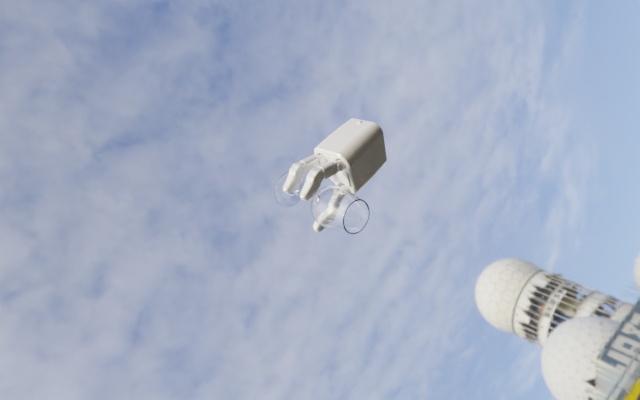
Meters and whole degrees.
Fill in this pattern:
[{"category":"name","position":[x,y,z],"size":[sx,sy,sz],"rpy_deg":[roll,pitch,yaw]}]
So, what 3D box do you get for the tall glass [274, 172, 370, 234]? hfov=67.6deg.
[{"category":"tall glass","position":[0.000,0.003,0.886],"size":[0.079,0.079,0.201],"rpy_deg":[0,15,-40]}]
